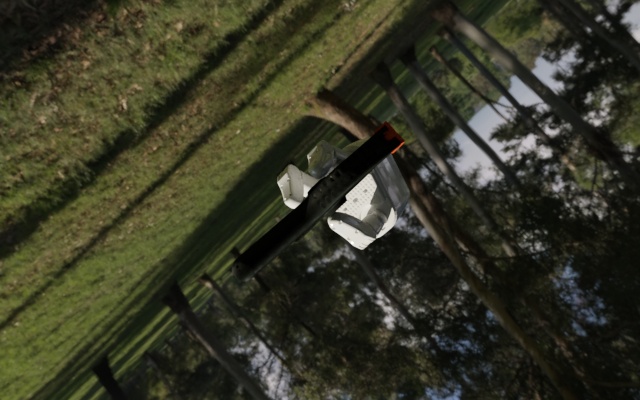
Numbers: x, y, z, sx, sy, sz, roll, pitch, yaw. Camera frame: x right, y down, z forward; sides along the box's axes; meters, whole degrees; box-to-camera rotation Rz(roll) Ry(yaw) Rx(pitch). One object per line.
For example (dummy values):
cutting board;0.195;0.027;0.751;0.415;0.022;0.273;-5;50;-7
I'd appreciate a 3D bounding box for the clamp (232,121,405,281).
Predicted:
clamp;0.001;0.002;0.503;0.210;0.036;0.164;-44;-3;27
